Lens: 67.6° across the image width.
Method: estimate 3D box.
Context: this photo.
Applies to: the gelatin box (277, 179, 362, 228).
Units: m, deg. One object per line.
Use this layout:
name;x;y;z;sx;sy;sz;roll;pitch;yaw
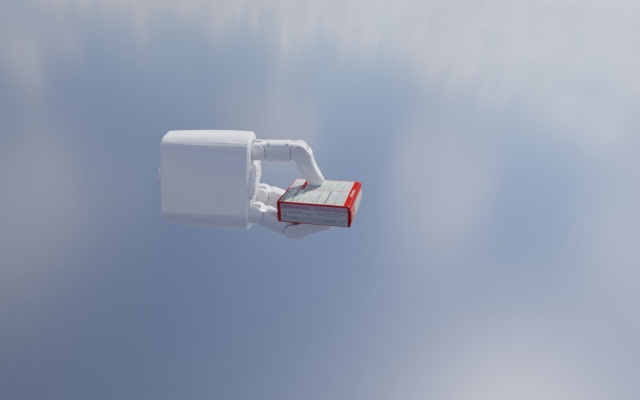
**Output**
gelatin box;0.000;0.001;0.577;0.089;0.030;0.073;3;25;14
